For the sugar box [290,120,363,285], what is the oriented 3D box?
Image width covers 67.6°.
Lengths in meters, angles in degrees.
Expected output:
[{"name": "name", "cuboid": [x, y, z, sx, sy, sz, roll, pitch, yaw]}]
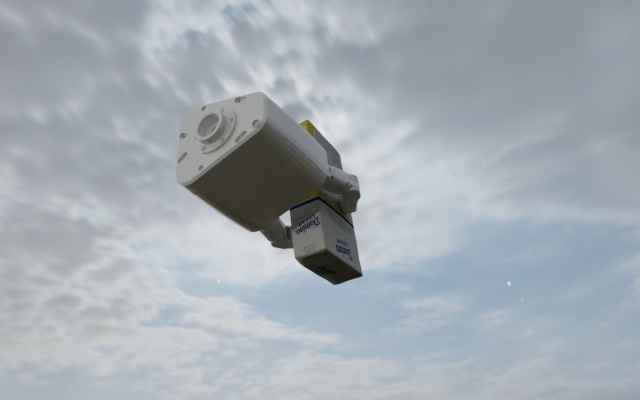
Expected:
[{"name": "sugar box", "cuboid": [0.000, 0.002, 0.564, 0.048, 0.176, 0.093, -20, -35, 22]}]
